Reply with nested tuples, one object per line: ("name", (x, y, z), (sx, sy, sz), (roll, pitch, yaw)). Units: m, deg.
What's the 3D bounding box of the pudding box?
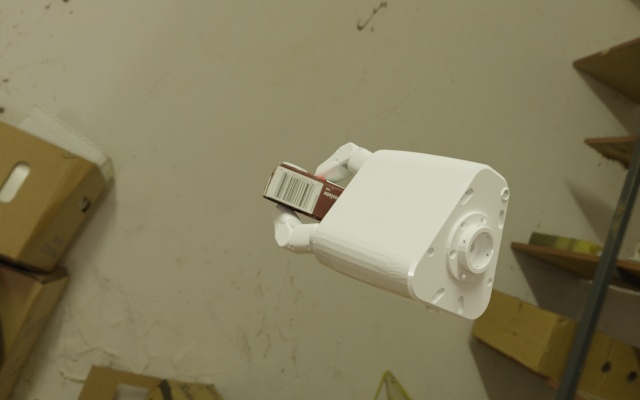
("pudding box", (0.000, 0.001, 0.481), (0.113, 0.039, 0.090), (24, -4, -7))
